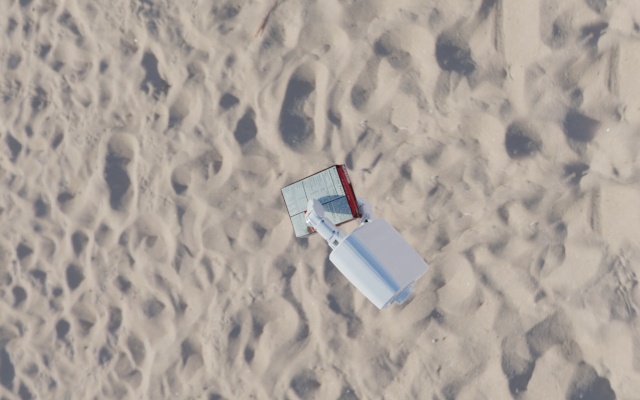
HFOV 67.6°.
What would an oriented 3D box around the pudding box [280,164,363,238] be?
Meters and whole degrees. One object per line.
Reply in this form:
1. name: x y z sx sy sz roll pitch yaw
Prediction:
1. pudding box: 0.000 0.003 0.758 0.113 0.090 0.039 -21 -7 26
